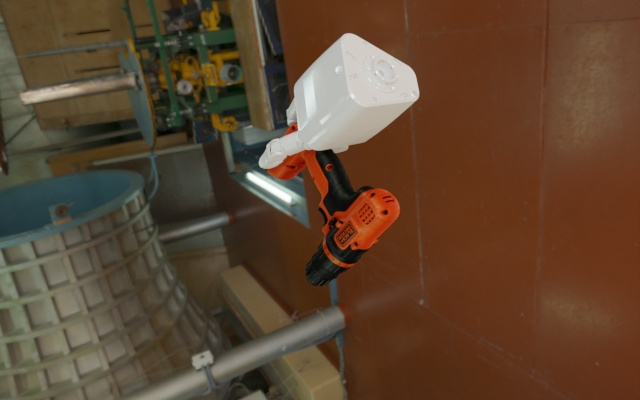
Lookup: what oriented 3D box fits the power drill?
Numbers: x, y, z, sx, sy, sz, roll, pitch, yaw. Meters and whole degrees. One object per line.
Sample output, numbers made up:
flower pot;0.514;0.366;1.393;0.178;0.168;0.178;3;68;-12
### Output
power drill;0.000;0.002;0.638;0.057;0.187;0.184;-12;-29;-47
